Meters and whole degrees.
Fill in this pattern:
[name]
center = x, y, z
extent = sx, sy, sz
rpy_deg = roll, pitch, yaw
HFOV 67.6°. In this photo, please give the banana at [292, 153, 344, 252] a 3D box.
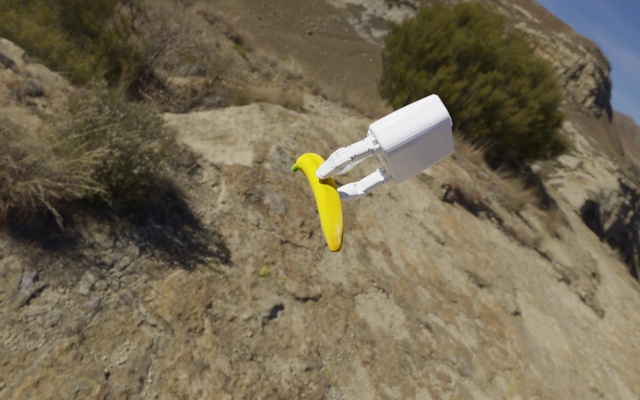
[banana]
center = 0.001, -0.013, 0.731
extent = 0.037, 0.070, 0.197
rpy_deg = -8, 46, -18
